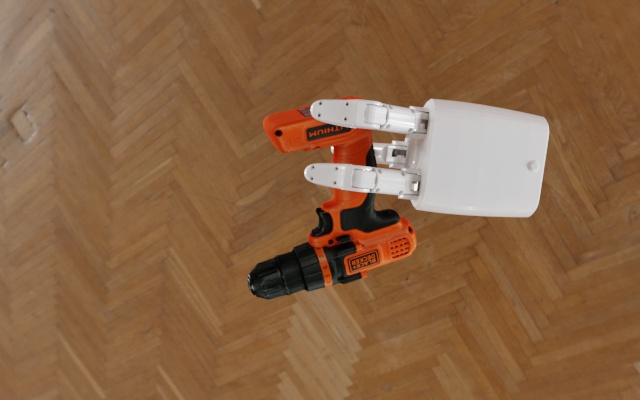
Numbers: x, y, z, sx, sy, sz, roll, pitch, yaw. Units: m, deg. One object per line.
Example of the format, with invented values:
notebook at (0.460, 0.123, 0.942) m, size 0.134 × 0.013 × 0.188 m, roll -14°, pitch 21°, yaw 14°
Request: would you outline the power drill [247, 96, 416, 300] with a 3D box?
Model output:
power drill at (0.000, 0.001, 0.478) m, size 0.184 × 0.188 × 0.057 m, roll -17°, pitch 27°, yaw -12°
